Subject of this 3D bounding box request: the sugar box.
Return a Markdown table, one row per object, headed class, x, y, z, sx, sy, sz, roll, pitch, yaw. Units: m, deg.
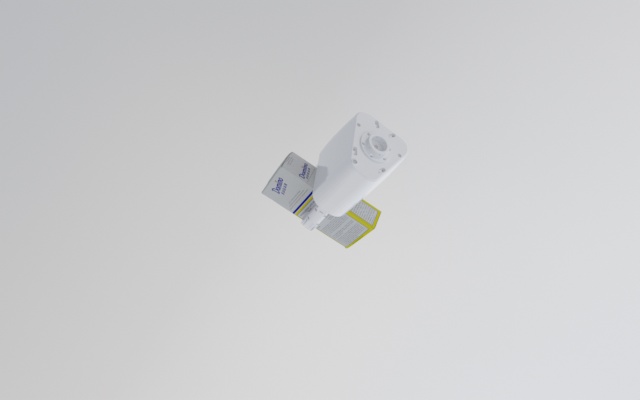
| class | x | y | z | sx | sy | sz | roll | pitch | yaw |
| --- | --- | --- | --- | --- | --- | --- | --- | --- | --- |
| sugar box | 0.000 | 0.002 | 0.775 | 0.176 | 0.048 | 0.093 | 36 | -38 | -7 |
